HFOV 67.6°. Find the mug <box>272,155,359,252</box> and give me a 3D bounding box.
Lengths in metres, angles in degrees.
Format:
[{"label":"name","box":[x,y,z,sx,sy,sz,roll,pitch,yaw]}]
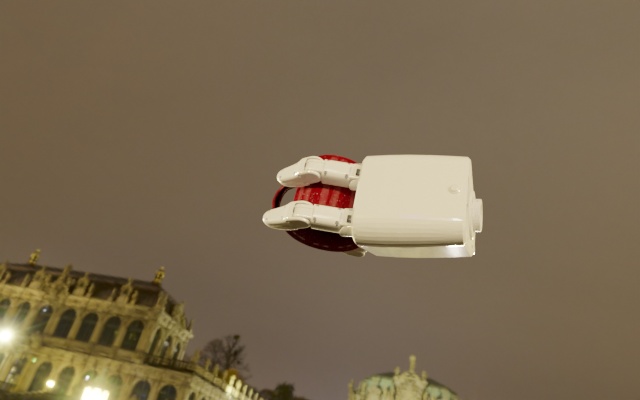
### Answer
[{"label":"mug","box":[-0.001,0.002,0.553,0.117,0.081,0.093,2,-32,22]}]
